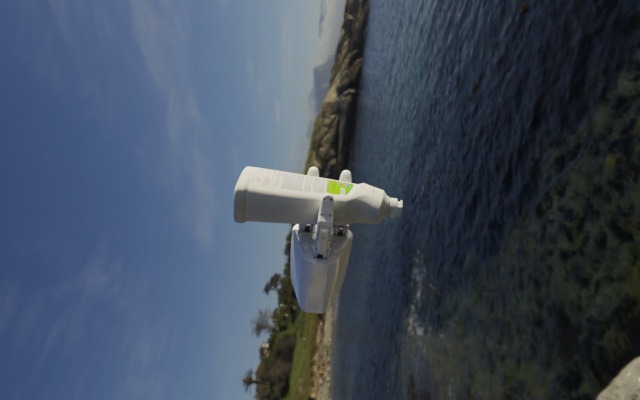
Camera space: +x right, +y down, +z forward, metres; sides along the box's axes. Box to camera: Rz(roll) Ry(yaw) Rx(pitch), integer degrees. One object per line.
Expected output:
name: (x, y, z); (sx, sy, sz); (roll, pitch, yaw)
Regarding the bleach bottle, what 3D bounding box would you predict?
bleach bottle: (0.000, 0.002, 0.735); (0.251, 0.068, 0.102); (7, 29, 0)
